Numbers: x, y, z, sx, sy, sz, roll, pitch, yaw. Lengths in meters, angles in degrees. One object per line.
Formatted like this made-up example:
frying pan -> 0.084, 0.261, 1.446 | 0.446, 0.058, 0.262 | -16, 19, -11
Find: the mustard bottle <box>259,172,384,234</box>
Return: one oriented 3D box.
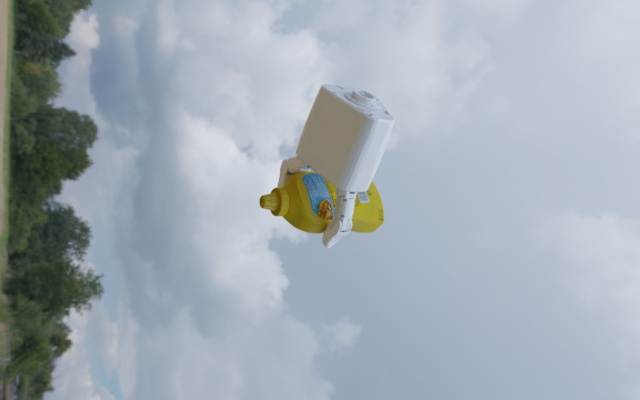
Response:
mustard bottle -> 0.000, 0.003, 0.706 | 0.191, 0.096, 0.058 | 1, -31, -33
